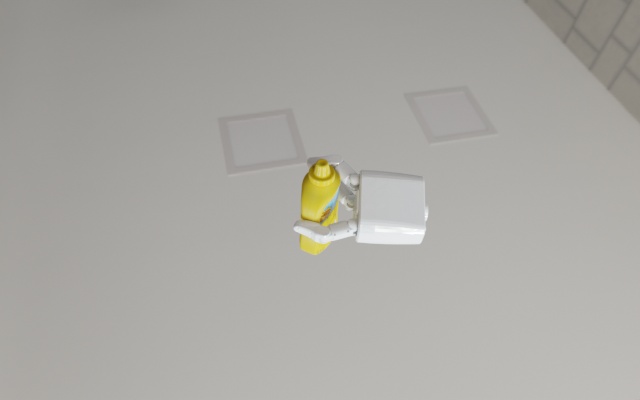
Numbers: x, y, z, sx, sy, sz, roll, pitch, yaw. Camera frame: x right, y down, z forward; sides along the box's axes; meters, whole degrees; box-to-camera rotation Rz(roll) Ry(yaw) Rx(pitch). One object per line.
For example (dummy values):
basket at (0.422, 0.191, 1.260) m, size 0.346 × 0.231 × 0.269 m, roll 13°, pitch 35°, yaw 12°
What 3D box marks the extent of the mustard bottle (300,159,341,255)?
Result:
mustard bottle at (0.000, 0.003, 0.789) m, size 0.058 × 0.096 × 0.192 m, roll 22°, pitch -36°, yaw 14°
